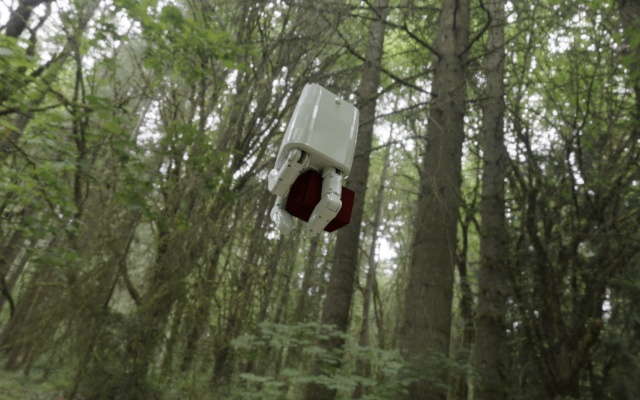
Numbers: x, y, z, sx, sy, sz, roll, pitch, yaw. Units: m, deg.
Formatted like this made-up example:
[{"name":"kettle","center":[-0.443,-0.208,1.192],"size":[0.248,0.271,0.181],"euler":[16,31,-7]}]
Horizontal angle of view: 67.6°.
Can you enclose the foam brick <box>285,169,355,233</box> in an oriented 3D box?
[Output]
[{"name":"foam brick","center":[0.000,0.002,0.659],"size":[0.078,0.051,0.053],"euler":[26,-30,-24]}]
